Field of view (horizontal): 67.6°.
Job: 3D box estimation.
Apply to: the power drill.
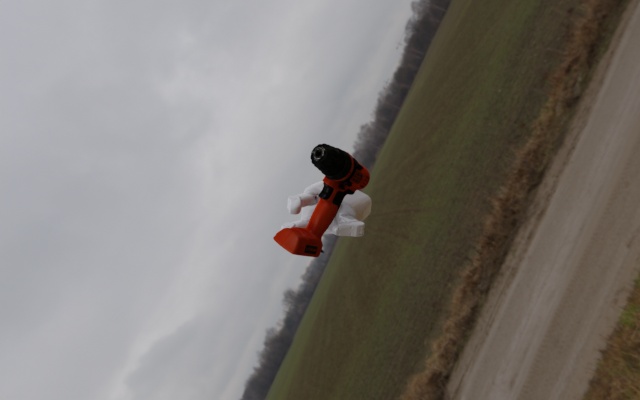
[{"bbox_3d":[0.000,0.003,0.799,0.057,0.187,0.184,36,7,28],"label":"power drill"}]
